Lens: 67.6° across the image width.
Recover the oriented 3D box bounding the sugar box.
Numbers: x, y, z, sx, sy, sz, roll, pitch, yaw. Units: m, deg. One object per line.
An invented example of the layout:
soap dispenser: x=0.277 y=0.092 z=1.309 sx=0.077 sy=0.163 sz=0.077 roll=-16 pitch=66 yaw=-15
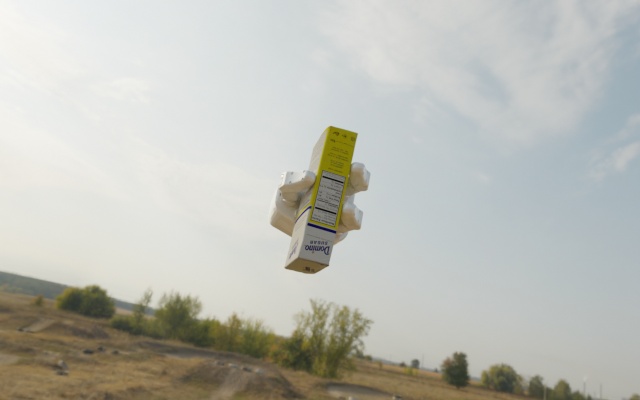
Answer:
sugar box: x=0.001 y=0.002 z=0.612 sx=0.048 sy=0.176 sz=0.093 roll=14 pitch=-18 yaw=-10
